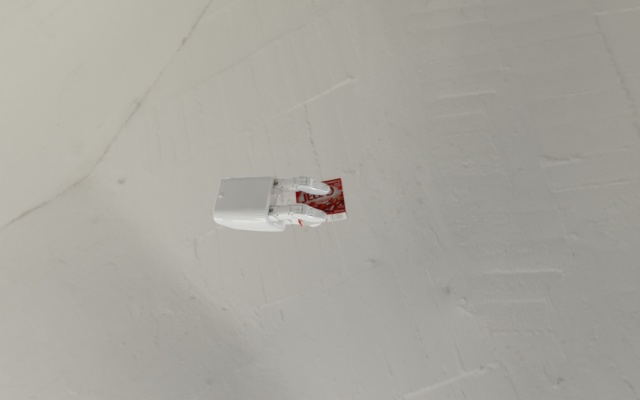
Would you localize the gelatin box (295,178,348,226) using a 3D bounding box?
[{"bbox_3d":[0.001,0.003,0.870,0.089,0.073,0.030,-10,-30,5],"label":"gelatin box"}]
